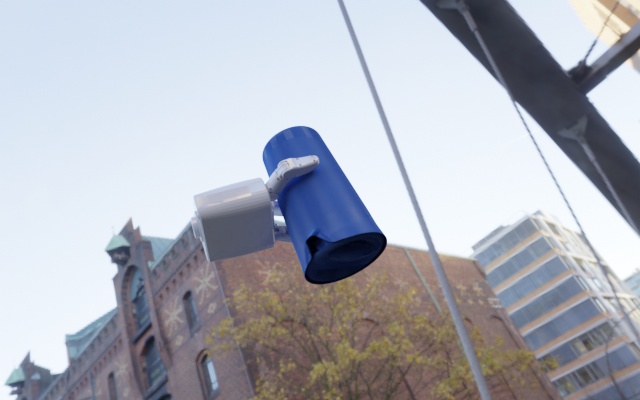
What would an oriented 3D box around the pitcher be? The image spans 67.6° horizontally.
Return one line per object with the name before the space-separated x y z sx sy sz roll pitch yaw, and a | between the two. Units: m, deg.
pitcher | 0.000 0.003 0.762 0.145 0.242 0.149 -15 -33 -18
